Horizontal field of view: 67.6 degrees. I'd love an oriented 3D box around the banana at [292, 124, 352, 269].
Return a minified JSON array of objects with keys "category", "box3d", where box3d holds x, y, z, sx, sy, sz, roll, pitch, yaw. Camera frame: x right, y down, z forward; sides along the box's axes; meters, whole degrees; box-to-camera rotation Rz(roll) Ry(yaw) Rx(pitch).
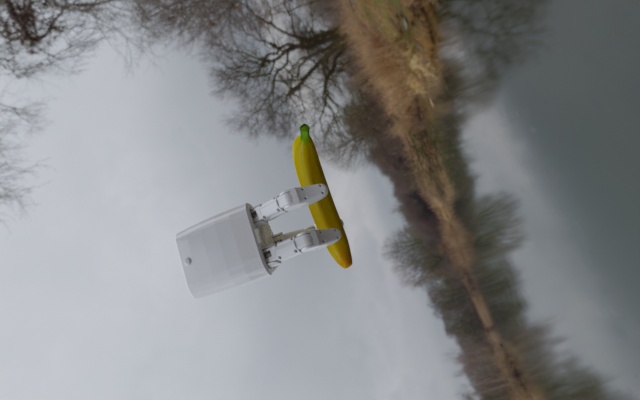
[{"category":"banana","box3d":[-0.002,-0.004,0.645,0.037,0.198,0.069,-20,10,0]}]
